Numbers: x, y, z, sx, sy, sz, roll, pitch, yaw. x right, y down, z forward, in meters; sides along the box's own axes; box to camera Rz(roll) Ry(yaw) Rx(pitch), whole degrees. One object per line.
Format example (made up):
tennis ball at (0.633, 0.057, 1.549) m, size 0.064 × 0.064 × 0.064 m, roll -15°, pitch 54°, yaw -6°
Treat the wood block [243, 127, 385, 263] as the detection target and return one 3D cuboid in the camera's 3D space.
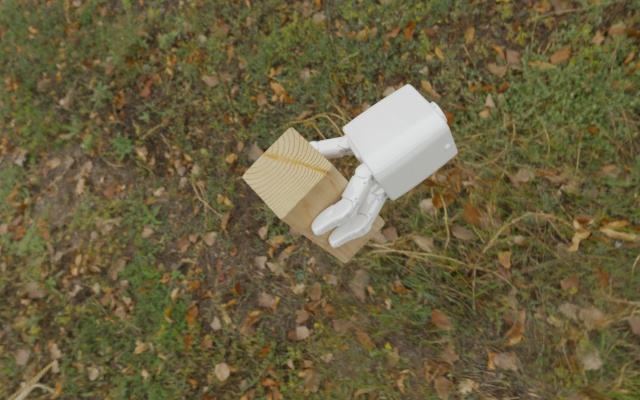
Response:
wood block at (0.000, 0.002, 0.654) m, size 0.090 × 0.090 × 0.206 m, roll 45°, pitch 2°, yaw 33°
